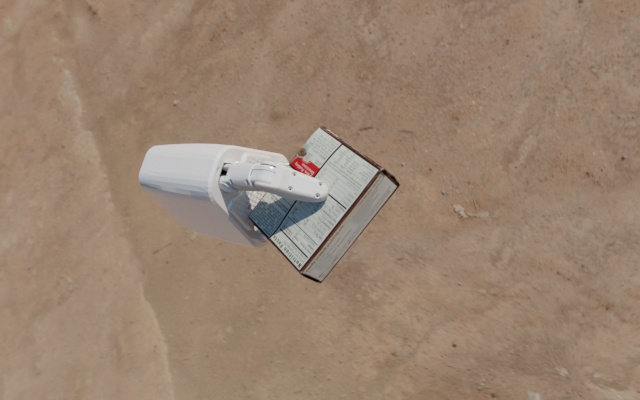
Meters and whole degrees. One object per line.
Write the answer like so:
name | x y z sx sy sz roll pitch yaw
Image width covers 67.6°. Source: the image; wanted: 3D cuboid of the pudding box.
pudding box | 0.000 0.001 0.422 0.090 0.113 0.039 41 6 38
